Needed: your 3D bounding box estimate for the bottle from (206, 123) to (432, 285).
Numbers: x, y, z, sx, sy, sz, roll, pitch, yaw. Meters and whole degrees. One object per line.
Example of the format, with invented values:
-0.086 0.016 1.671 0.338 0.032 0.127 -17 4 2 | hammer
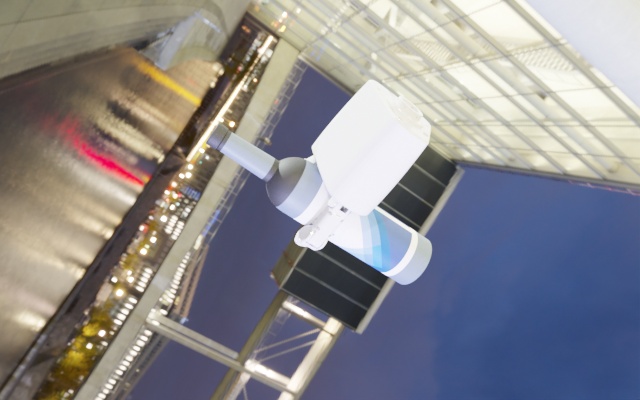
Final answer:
0.000 0.002 0.564 0.296 0.069 0.069 33 -11 -17 | bottle
